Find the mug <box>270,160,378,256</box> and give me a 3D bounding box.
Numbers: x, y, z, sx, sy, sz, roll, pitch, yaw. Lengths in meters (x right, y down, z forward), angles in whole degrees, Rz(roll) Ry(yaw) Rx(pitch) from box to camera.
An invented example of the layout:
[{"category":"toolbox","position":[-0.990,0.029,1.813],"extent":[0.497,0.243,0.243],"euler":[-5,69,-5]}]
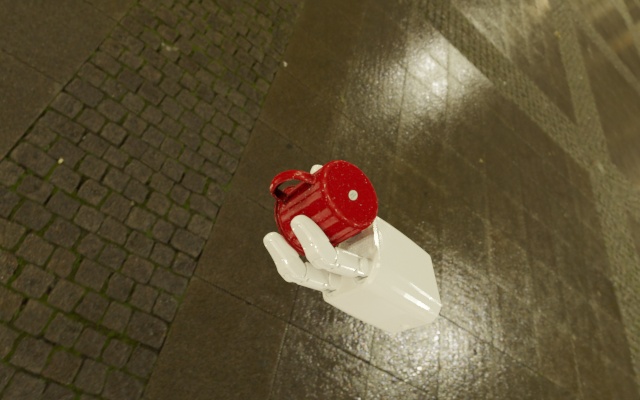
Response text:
[{"category":"mug","position":[-0.001,0.001,0.527],"extent":[0.117,0.093,0.081],"euler":[32,-43,-24]}]
